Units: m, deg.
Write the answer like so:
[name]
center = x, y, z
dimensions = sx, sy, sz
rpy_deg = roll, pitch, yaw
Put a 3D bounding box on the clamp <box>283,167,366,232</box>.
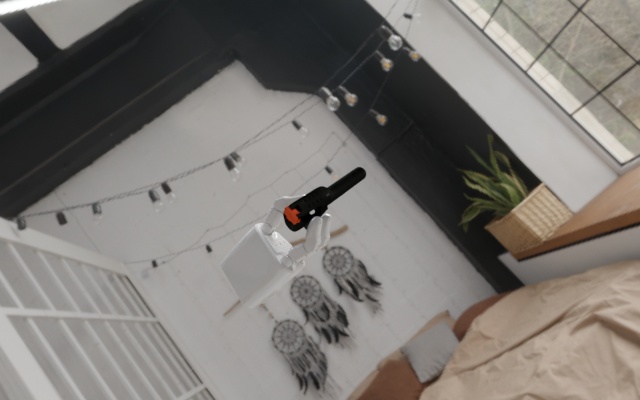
[clamp]
center = -0.001, 0.002, 0.818
dimensions = 0.164, 0.036, 0.210
rpy_deg = -46, -11, 14
